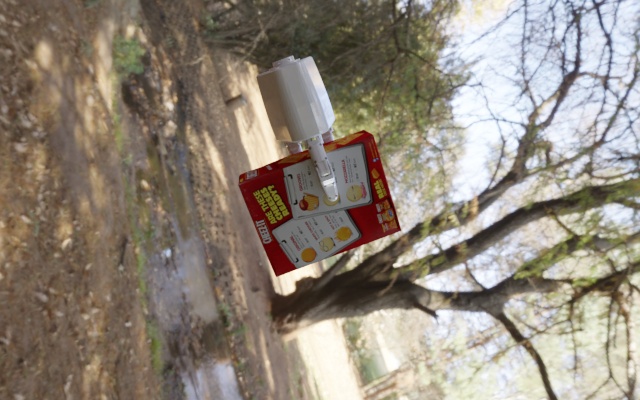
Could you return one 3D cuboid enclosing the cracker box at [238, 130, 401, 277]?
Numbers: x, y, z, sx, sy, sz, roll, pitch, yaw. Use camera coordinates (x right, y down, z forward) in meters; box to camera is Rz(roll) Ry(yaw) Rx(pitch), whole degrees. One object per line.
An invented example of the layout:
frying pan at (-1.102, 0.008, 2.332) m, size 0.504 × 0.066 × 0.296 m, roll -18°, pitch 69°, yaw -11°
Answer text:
cracker box at (0.000, 0.002, 0.752) m, size 0.213 × 0.164 × 0.072 m, roll -20°, pitch 18°, yaw -2°
